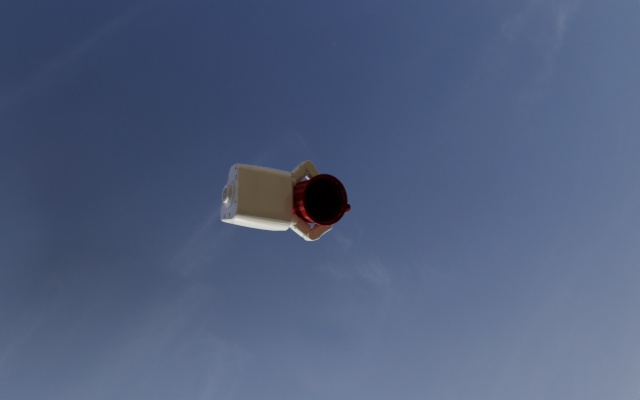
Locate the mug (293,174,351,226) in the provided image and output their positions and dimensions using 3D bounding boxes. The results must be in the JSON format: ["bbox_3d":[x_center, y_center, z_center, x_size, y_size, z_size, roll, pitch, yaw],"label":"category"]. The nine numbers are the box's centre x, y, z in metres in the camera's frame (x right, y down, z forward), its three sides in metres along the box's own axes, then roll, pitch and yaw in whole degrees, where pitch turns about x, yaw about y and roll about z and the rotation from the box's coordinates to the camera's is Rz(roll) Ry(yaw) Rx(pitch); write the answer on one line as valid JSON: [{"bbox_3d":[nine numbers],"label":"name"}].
[{"bbox_3d":[0.001,0.003,0.891,0.117,0.093,0.081,12,-9,-28],"label":"mug"}]
